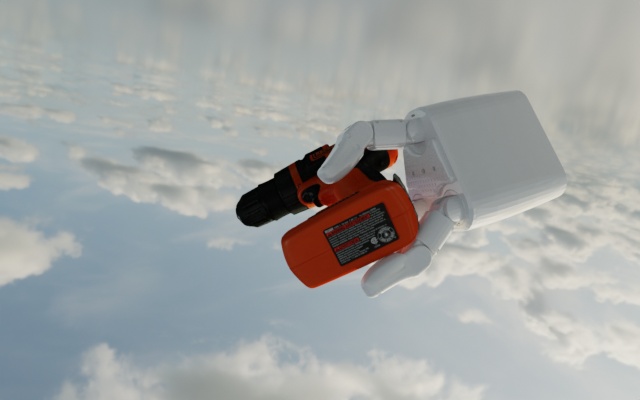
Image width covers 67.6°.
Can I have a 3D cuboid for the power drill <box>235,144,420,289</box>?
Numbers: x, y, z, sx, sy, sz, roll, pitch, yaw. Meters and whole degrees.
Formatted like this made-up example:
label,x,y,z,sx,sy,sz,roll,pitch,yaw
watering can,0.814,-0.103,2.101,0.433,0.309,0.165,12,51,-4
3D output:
label,x,y,z,sx,sy,sz,roll,pitch,yaw
power drill,0.000,0.002,0.442,0.184,0.057,0.187,-28,23,5
